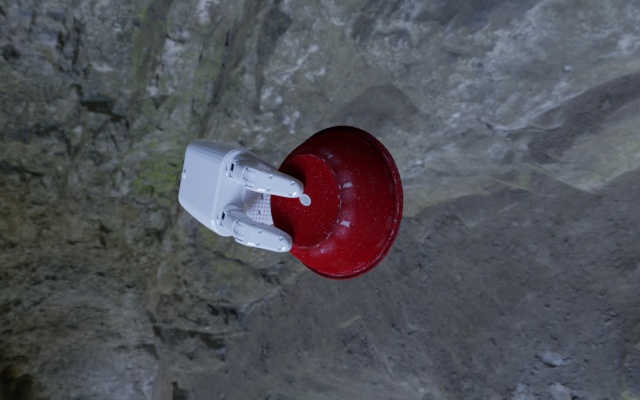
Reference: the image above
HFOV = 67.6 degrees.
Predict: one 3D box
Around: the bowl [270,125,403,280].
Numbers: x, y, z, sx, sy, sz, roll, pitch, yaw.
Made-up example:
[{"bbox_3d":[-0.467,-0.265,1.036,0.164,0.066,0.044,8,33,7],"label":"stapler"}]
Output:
[{"bbox_3d":[0.001,0.002,0.480,0.162,0.162,0.055,0,-1,39],"label":"bowl"}]
